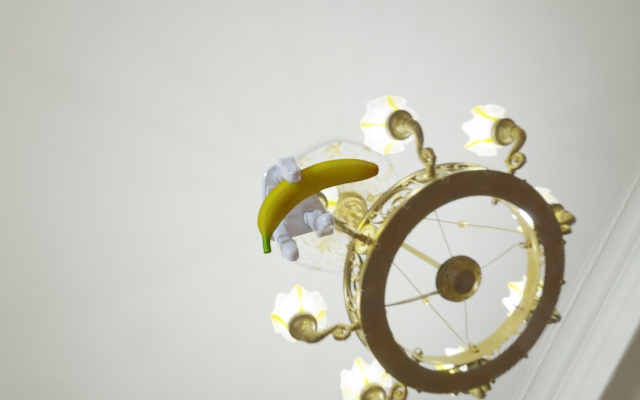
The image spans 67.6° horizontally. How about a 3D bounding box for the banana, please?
[{"bbox_3d":[-0.014,-0.011,0.644,0.198,0.069,0.037,-36,-2,-13],"label":"banana"}]
